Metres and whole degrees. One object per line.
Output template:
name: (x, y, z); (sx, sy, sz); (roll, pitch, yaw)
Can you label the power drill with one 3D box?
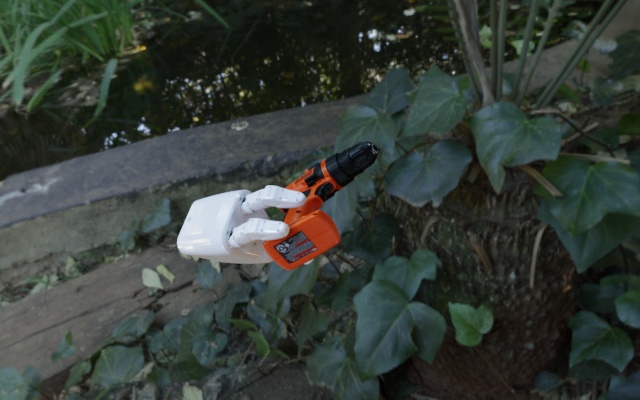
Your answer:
power drill: (0.000, 0.003, 0.681); (0.184, 0.057, 0.187); (-33, 20, 26)
